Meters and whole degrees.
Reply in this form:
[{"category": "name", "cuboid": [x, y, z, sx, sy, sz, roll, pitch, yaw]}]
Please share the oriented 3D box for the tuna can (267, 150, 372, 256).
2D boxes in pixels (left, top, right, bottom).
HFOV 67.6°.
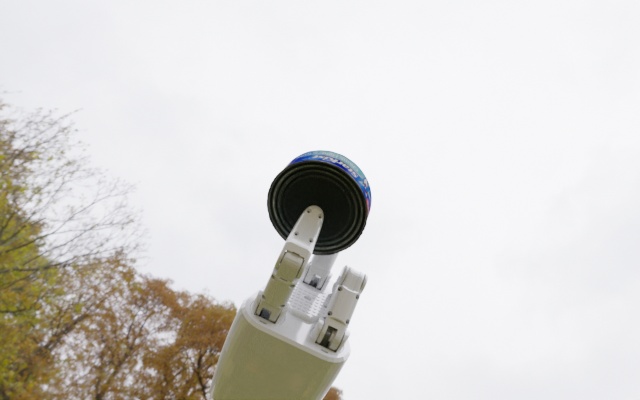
[{"category": "tuna can", "cuboid": [0.000, 0.001, 0.406, 0.086, 0.086, 0.033, 0, 23, 15]}]
